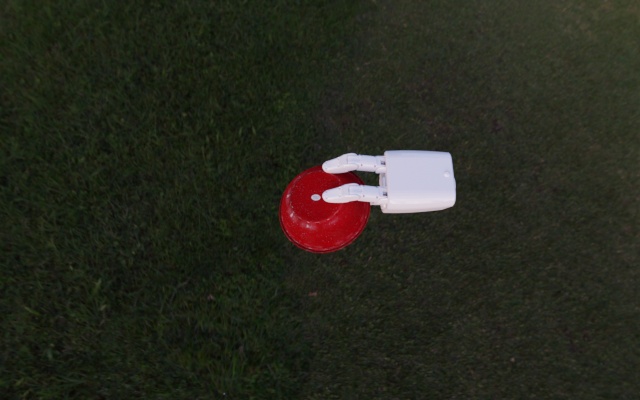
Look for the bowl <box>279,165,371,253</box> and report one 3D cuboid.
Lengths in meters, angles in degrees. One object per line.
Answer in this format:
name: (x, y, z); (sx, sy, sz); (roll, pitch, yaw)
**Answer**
bowl: (-0.001, 0.003, 0.797); (0.162, 0.162, 0.055); (0, -21, 15)
